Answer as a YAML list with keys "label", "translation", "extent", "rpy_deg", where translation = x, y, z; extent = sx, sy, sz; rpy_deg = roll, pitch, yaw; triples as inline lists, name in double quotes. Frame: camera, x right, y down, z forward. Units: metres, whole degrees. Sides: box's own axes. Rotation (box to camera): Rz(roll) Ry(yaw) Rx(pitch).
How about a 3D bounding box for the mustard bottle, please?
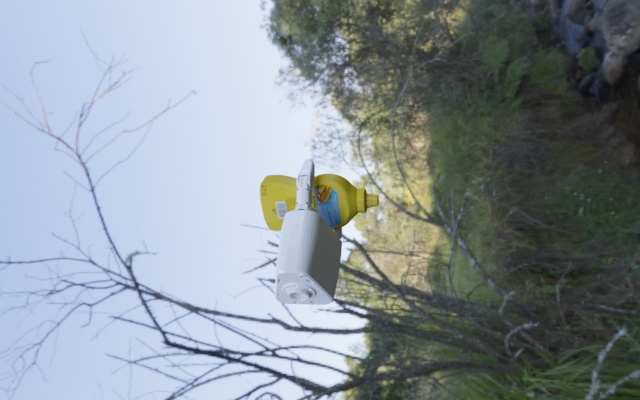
- label: "mustard bottle"
  translation: [0.000, 0.002, 0.790]
  extent: [0.191, 0.096, 0.058]
  rpy_deg: [-1, 27, 13]
